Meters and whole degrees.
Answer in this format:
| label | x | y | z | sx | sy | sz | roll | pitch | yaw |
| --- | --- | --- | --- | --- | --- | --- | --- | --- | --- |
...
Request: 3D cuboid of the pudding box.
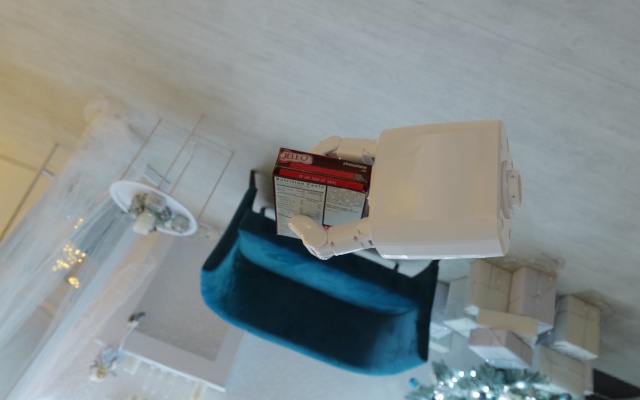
| label | x | y | z | sx | sy | sz | roll | pitch | yaw |
| --- | --- | --- | --- | --- | --- | --- | --- | --- | --- |
| pudding box | 0.000 | 0.002 | 0.476 | 0.090 | 0.039 | 0.114 | 12 | -35 | 5 |
